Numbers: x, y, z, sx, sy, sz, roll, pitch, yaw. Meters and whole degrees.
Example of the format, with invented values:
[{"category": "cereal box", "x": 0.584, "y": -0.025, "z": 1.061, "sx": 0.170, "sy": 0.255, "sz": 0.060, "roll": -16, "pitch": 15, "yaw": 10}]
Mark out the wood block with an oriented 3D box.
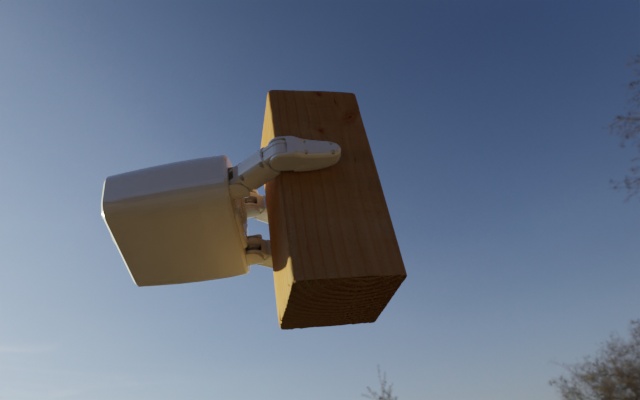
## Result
[{"category": "wood block", "x": 0.000, "y": 0.001, "z": 0.441, "sx": 0.090, "sy": 0.206, "sz": 0.091, "roll": -1, "pitch": -37, "yaw": -14}]
